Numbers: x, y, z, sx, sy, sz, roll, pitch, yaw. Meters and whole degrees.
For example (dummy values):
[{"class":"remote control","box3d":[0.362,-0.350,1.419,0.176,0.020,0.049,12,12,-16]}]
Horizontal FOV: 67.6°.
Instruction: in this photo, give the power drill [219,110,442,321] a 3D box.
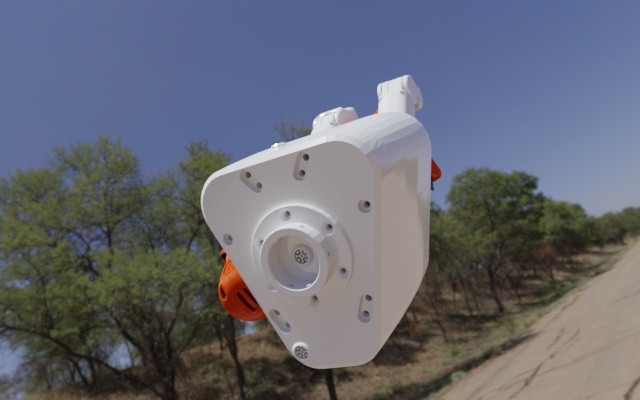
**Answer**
[{"class":"power drill","box3d":[0.000,0.001,0.404,0.188,0.057,0.184,-39,16,10]}]
